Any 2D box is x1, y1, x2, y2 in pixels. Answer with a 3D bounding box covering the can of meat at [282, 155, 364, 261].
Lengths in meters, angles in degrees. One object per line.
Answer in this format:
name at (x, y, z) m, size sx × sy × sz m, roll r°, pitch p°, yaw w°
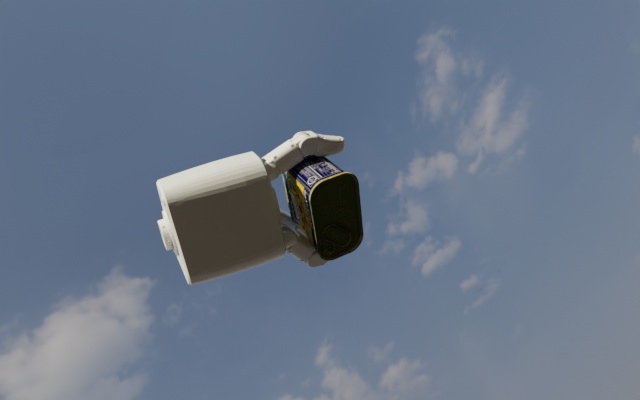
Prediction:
can of meat at (0.000, 0.002, 0.535) m, size 0.057 × 0.102 × 0.084 m, roll -21°, pitch 34°, yaw -19°
